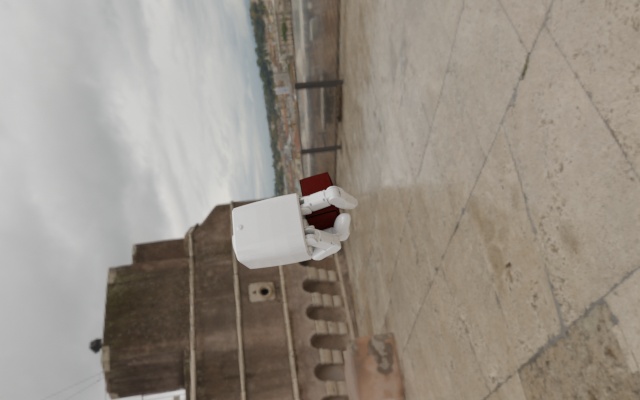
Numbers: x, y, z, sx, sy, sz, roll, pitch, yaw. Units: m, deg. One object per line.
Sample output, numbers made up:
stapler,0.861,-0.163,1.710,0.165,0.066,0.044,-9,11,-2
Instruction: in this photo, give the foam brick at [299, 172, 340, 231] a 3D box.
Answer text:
foam brick,0.000,0.002,0.783,0.051,0.078,0.053,-15,-34,6
